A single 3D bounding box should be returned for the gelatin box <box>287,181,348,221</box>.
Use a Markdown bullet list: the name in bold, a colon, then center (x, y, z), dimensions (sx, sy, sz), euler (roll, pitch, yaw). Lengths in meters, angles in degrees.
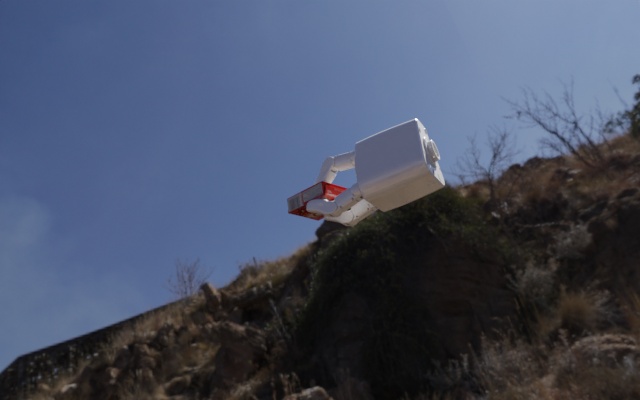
- **gelatin box**: center (0.000, 0.002, 0.798), dimensions (0.089, 0.030, 0.073), euler (-25, -28, 38)
